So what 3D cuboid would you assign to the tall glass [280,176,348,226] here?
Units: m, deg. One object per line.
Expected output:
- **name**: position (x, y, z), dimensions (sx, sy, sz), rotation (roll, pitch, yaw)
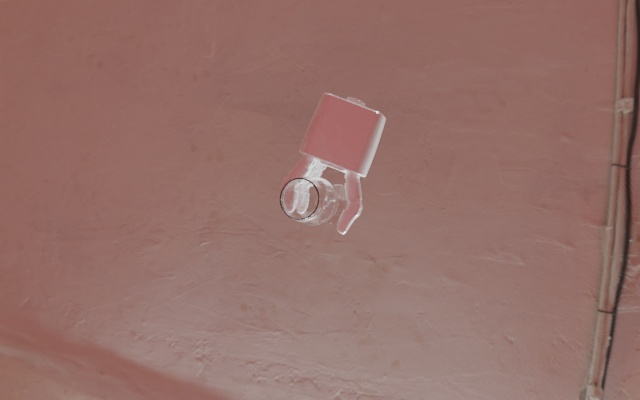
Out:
- **tall glass**: position (0.000, 0.003, 0.784), dimensions (0.079, 0.079, 0.201), rotation (0, -3, 18)
